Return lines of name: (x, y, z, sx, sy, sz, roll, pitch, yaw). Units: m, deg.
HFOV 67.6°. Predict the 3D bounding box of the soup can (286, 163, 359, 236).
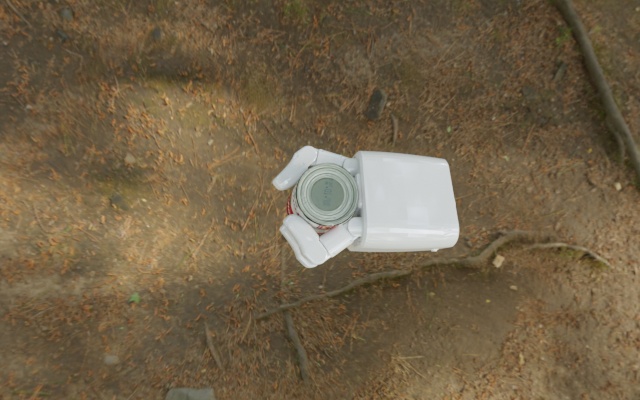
soup can: (0.000, 0.002, 0.533, 0.068, 0.068, 0.102, 0, -9, -9)
